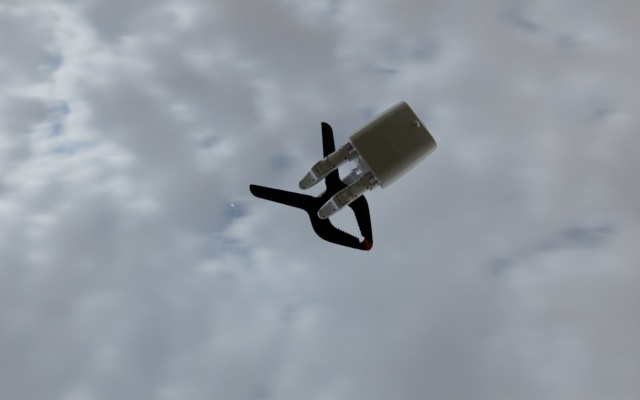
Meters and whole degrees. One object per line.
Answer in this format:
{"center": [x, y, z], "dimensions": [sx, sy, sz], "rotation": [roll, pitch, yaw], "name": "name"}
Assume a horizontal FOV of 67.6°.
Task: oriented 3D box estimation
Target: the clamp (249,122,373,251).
{"center": [0.001, 0.003, 0.748], "dimensions": [0.164, 0.210, 0.036], "rotation": [-35, -9, 0], "name": "clamp"}
